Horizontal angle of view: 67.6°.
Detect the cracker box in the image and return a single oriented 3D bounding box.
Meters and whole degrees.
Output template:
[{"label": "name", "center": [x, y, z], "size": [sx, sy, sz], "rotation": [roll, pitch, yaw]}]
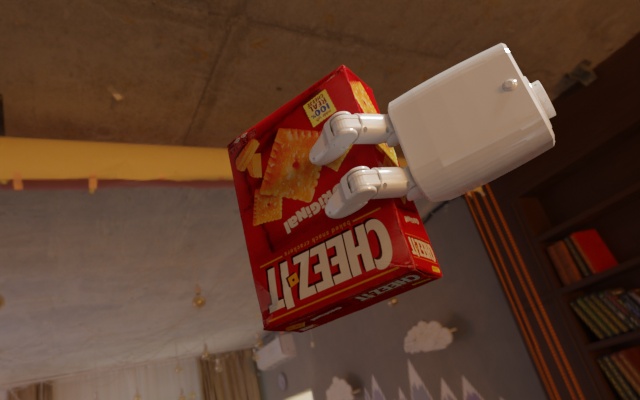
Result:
[{"label": "cracker box", "center": [0.000, 0.001, 0.472], "size": [0.164, 0.213, 0.072], "rotation": [-28, -28, 25]}]
